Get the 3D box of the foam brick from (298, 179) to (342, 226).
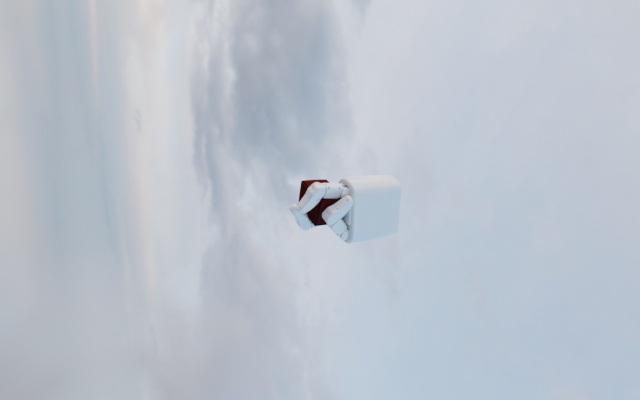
[{"bbox_3d":[0.000,0.003,0.858,0.051,0.053,0.078,-6,34,-27],"label":"foam brick"}]
